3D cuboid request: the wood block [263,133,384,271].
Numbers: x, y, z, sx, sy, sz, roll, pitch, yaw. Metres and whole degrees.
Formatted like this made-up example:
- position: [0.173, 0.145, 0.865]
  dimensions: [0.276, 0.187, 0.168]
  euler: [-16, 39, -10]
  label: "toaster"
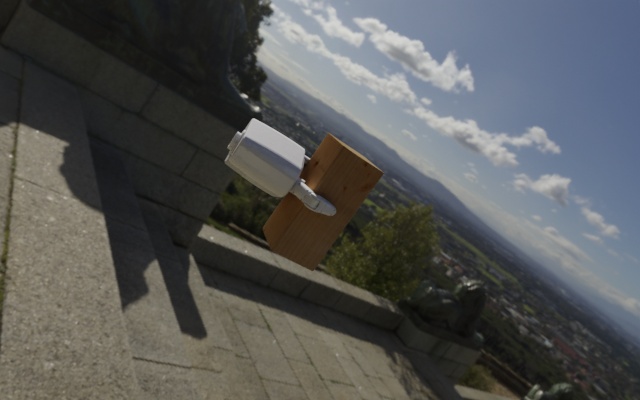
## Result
- position: [0.000, 0.002, 0.813]
  dimensions: [0.090, 0.206, 0.090]
  euler: [30, 11, -26]
  label: "wood block"
